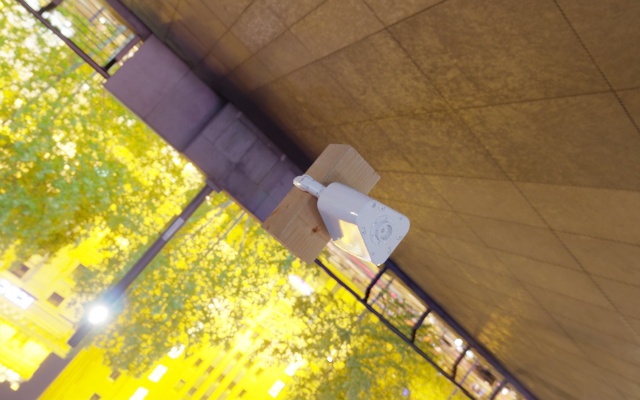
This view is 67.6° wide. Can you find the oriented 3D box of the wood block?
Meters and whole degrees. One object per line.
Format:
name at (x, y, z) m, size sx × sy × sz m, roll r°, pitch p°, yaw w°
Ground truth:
wood block at (0.000, 0.003, 0.873) m, size 0.091 × 0.206 × 0.090 m, roll 44°, pitch -11°, yaw -24°
